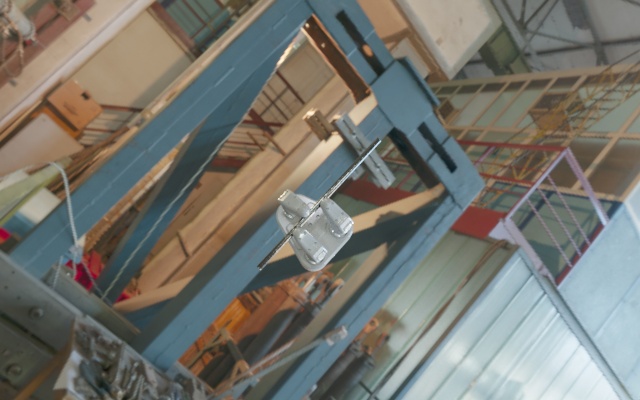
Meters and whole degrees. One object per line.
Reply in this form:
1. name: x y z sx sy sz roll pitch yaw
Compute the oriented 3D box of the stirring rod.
1. stirring rod: 0.000 0.002 0.644 0.011 0.239 0.011 42 -10 9
